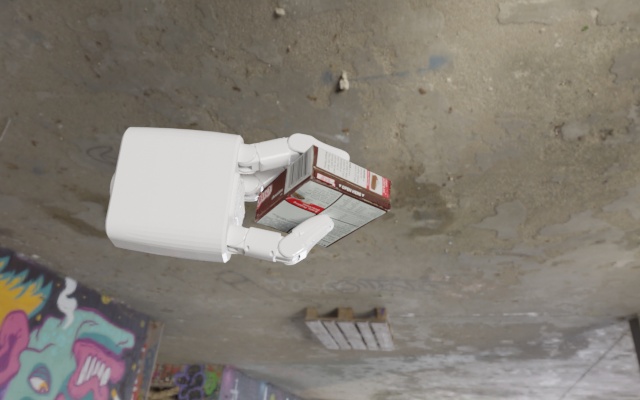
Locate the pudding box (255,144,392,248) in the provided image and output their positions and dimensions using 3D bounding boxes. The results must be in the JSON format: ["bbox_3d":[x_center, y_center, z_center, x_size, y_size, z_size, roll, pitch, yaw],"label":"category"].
[{"bbox_3d":[0.000,0.002,0.466,0.090,0.039,0.113,21,-32,-26],"label":"pudding box"}]
